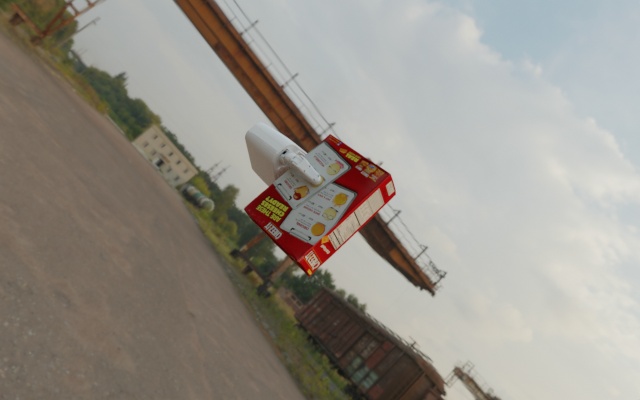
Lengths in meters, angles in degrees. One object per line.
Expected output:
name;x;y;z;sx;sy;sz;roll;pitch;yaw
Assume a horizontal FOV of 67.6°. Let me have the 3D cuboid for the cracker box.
cracker box;0.000;0.003;0.837;0.164;0.213;0.072;39;-14;37
